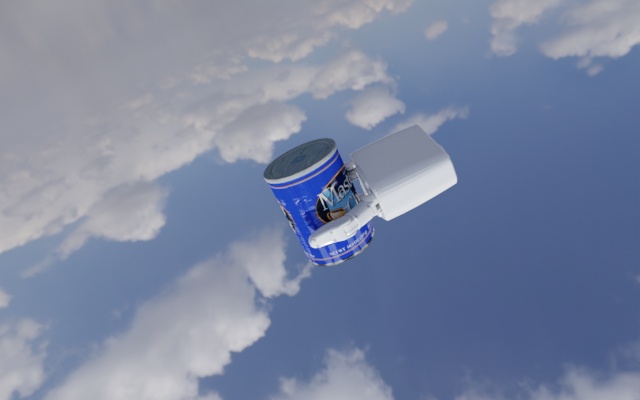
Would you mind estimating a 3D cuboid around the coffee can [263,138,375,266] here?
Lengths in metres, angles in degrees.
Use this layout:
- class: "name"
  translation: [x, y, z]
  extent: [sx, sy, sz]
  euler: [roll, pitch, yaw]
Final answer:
- class: "coffee can"
  translation: [0.000, 0.002, 0.644]
  extent: [0.103, 0.140, 0.102]
  euler: [-22, 24, 10]
